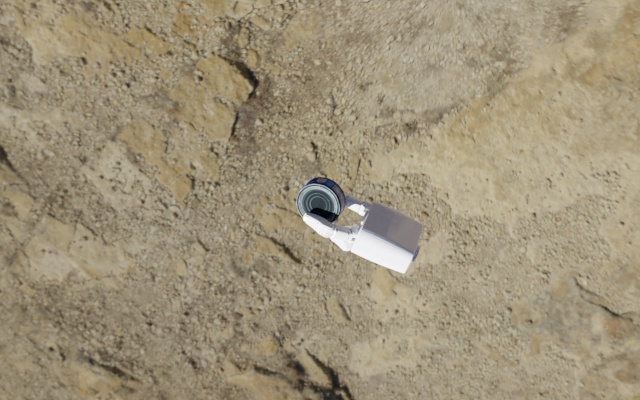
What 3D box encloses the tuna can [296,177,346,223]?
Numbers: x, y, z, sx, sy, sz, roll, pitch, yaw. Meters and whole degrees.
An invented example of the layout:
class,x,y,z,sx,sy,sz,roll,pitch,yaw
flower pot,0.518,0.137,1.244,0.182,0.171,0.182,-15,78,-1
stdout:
class,x,y,z,sx,sy,sz,roll,pitch,yaw
tuna can,0.000,0.003,0.867,0.086,0.086,0.033,0,22,20
